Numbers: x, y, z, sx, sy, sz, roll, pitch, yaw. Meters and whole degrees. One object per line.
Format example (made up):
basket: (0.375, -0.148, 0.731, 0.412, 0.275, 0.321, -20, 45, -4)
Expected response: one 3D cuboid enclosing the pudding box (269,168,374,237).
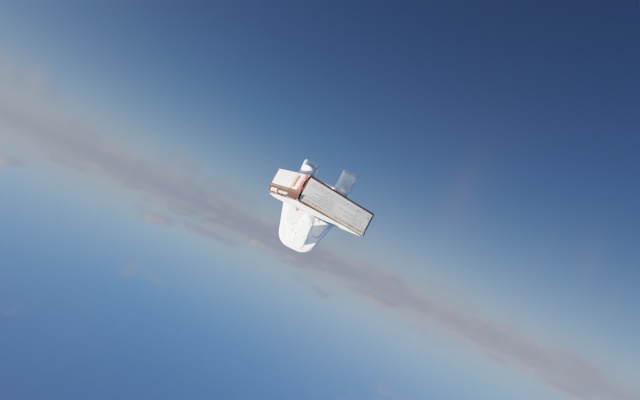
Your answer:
pudding box: (0.000, 0.002, 0.619, 0.113, 0.039, 0.090, 28, -7, -30)
